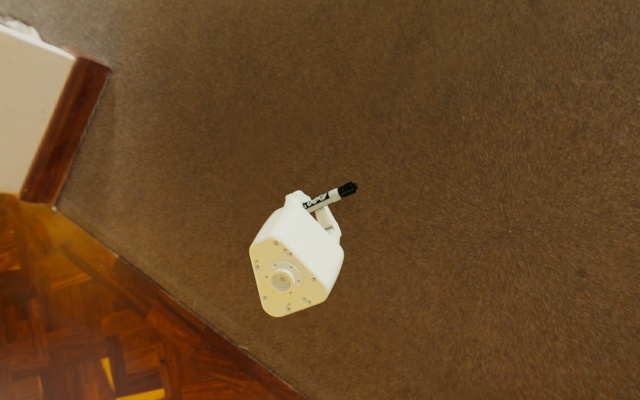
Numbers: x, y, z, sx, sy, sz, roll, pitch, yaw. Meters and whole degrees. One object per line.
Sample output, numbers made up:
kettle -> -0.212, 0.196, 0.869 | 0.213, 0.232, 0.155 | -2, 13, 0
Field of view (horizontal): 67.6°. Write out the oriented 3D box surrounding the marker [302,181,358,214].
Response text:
marker -> 0.000, 0.002, 0.703 | 0.121, 0.020, 0.020 | -24, -8, 18
